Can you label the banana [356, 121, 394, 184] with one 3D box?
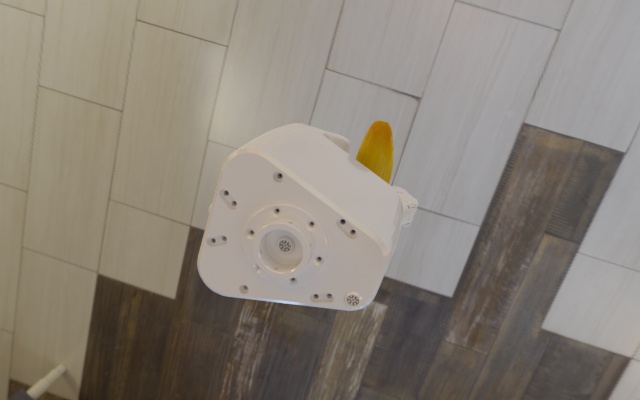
[{"bbox_3d":[0.011,0.017,0.446,0.198,0.069,0.037,-45,-2,21],"label":"banana"}]
